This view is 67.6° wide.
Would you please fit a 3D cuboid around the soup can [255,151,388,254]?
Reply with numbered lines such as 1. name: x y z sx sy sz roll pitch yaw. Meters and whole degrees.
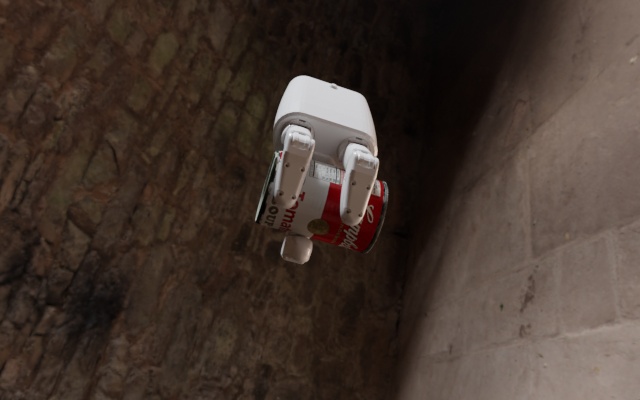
1. soup can: 0.000 0.002 0.423 0.102 0.068 0.068 16 -3 -9
